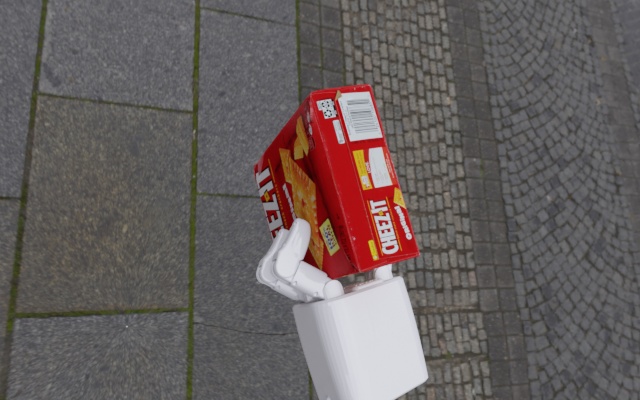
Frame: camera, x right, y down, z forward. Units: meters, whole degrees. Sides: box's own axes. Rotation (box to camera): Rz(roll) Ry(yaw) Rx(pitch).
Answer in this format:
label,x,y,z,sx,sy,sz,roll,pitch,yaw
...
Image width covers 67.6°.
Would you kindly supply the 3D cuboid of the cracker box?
label,x,y,z,sx,sy,sz,roll,pitch,yaw
cracker box,0.000,0.002,0.503,0.072,0.164,0.214,-11,-9,-24
